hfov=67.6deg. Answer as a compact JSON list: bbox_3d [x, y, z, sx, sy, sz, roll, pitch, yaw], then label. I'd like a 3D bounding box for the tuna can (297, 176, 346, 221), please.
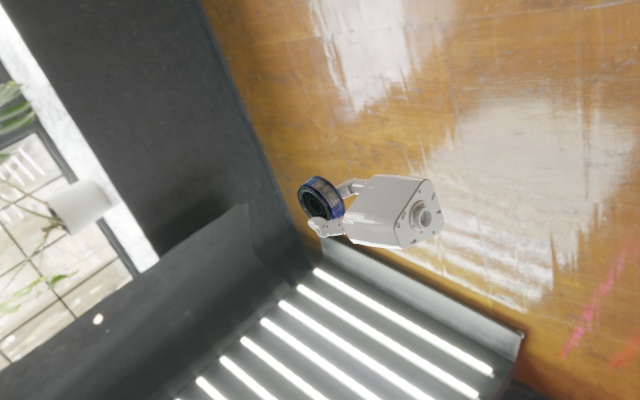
[{"bbox_3d":[0.000,0.003,0.809,0.033,0.086,0.086,-38,19,-27],"label":"tuna can"}]
